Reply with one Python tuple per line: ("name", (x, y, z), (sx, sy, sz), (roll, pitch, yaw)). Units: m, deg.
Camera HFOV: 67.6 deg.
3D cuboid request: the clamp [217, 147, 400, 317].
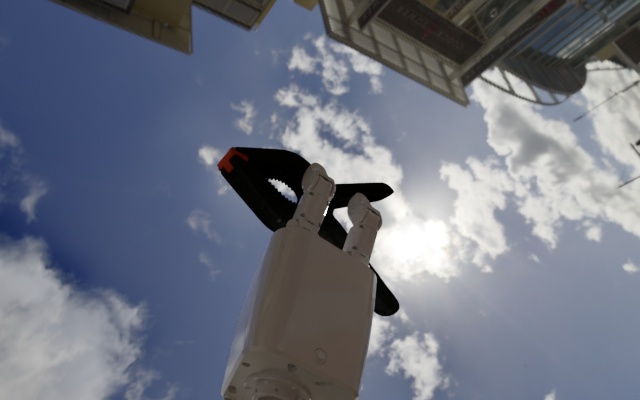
("clamp", (-0.001, 0.002, 0.473), (0.210, 0.164, 0.036), (33, -50, -19))
